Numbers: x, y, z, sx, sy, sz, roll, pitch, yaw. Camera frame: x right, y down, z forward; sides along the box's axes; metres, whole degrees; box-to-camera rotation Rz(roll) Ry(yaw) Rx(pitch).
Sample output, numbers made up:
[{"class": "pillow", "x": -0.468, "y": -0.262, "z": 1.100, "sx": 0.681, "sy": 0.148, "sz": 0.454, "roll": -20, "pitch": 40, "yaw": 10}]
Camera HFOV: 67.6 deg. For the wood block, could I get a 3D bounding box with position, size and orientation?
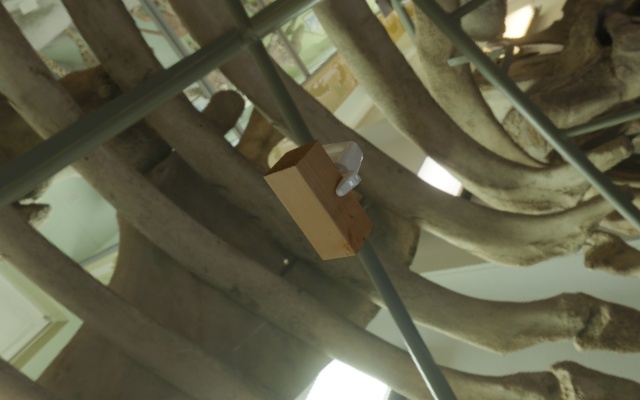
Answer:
[{"class": "wood block", "x": 0.001, "y": 0.003, "z": 0.900, "sx": 0.091, "sy": 0.206, "sz": 0.090, "roll": -16, "pitch": 27, "yaw": 42}]
